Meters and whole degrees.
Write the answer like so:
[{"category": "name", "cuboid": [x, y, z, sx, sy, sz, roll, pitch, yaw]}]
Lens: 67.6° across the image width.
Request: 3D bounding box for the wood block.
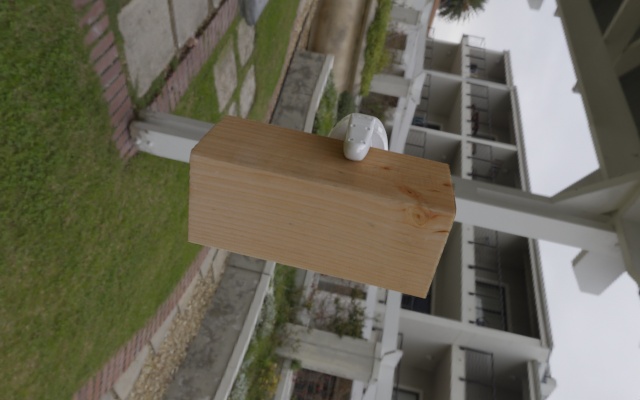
[{"category": "wood block", "cuboid": [0.000, 0.001, 0.415, 0.206, 0.091, 0.090, 13, 31, 3]}]
